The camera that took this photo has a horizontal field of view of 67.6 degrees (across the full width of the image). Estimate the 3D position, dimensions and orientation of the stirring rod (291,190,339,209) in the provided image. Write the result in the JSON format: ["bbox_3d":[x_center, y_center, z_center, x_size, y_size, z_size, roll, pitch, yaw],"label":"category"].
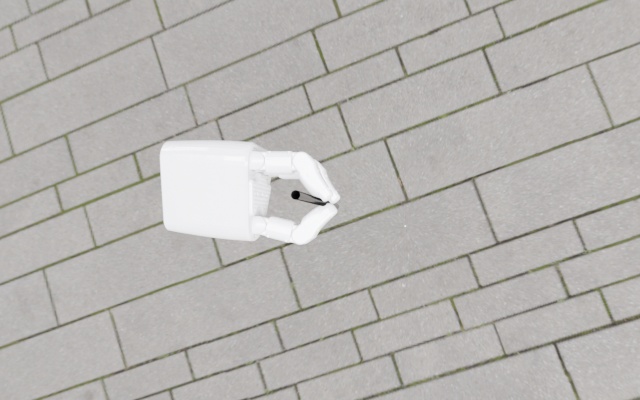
[{"bbox_3d":[0.000,0.002,0.517,0.011,0.011,0.239,0,-3,10],"label":"stirring rod"}]
